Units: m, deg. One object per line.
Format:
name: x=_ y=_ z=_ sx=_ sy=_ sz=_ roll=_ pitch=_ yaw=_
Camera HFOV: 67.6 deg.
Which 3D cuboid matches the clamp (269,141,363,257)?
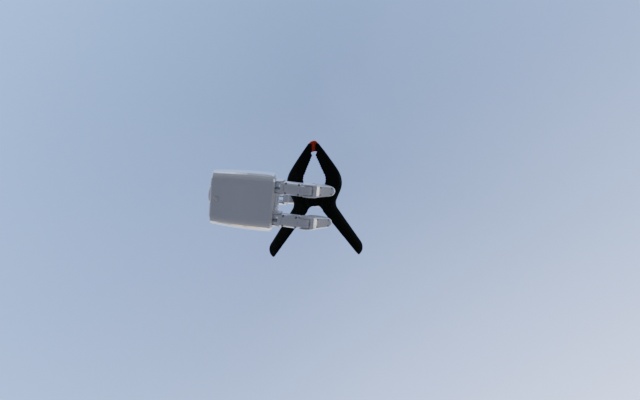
clamp: x=0.000 y=0.002 z=0.834 sx=0.164 sy=0.210 sz=0.036 roll=5 pitch=9 yaw=-4
